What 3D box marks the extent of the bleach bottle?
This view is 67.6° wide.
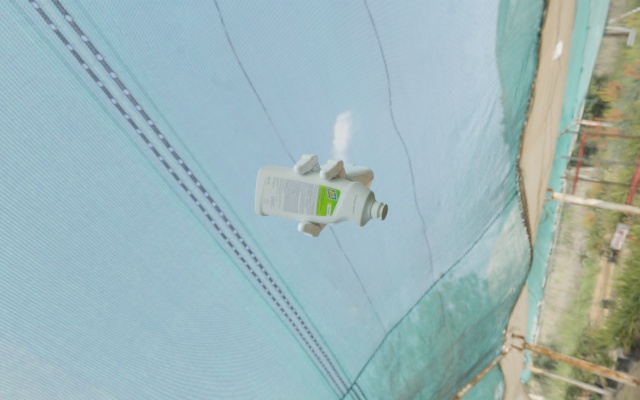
[{"bbox_3d":[0.000,0.003,0.868,0.251,0.102,0.068,13,17,28],"label":"bleach bottle"}]
